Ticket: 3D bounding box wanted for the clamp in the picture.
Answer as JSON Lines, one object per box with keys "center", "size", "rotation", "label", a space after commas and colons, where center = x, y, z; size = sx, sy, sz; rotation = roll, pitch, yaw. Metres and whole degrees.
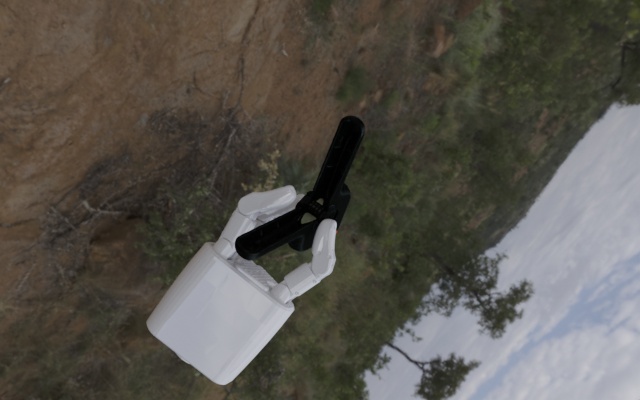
{"center": [0.001, 0.002, 0.513], "size": [0.036, 0.164, 0.210], "rotation": [40, 0, 16], "label": "clamp"}
